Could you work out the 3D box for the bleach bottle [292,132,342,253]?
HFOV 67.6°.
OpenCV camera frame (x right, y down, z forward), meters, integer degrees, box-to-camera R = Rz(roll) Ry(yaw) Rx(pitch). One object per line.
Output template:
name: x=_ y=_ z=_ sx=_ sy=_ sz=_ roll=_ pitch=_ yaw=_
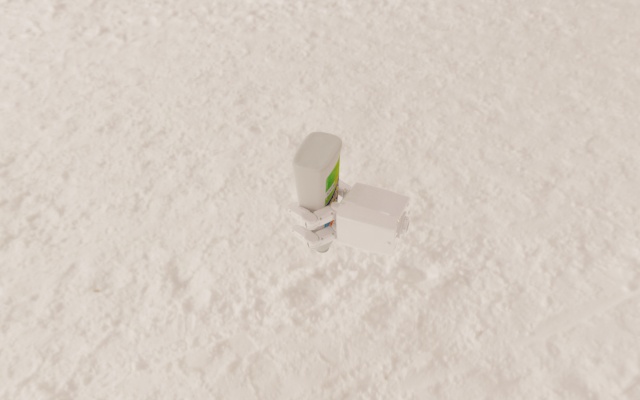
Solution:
bleach bottle: x=0.000 y=0.003 z=0.877 sx=0.068 sy=0.102 sz=0.251 roll=15 pitch=-40 yaw=18
